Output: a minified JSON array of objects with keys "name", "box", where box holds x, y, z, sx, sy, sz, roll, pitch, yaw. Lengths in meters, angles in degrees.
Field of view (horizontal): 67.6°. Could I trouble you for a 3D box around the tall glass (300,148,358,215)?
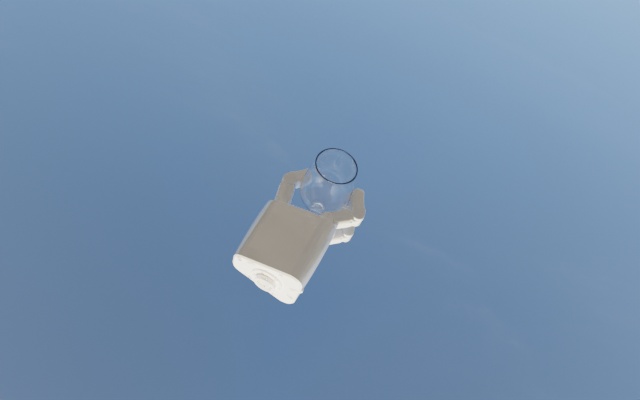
[{"name":"tall glass","box":[0.000,0.003,0.745,0.079,0.079,0.201,0,-31,-15]}]
